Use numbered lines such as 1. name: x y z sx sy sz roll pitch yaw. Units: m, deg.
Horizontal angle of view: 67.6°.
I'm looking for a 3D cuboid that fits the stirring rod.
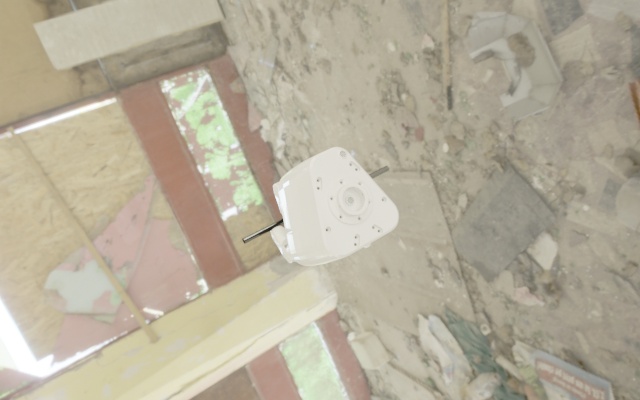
1. stirring rod: 0.000 0.002 0.661 0.239 0.011 0.011 -27 11 -23
